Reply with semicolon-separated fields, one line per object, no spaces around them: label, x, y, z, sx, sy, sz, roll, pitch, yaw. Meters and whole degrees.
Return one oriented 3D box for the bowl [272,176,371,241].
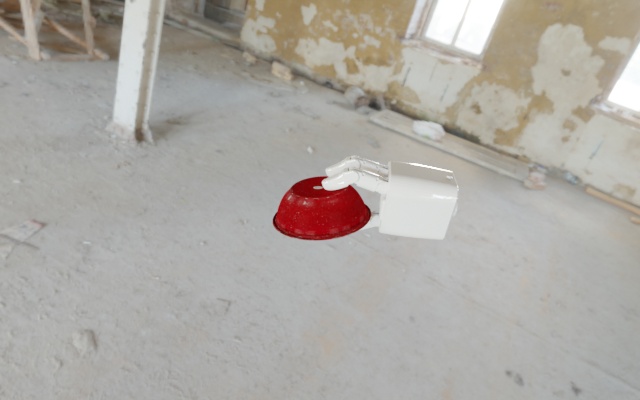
bowl;-0.001;0.002;0.767;0.162;0.055;0.162;-4;24;2
